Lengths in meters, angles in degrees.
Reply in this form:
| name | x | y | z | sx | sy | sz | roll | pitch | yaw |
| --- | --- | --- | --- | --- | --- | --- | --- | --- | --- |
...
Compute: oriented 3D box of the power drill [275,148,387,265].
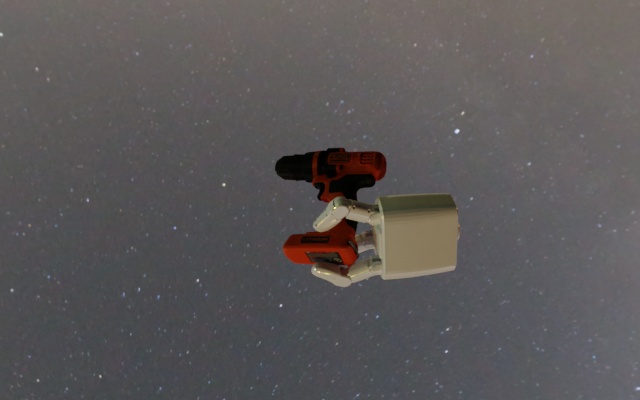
| name | x | y | z | sx | sy | sz | roll | pitch | yaw |
| --- | --- | --- | --- | --- | --- | --- | --- | --- | --- |
| power drill | 0.000 | 0.003 | 0.725 | 0.184 | 0.187 | 0.057 | -1 | -32 | 21 |
